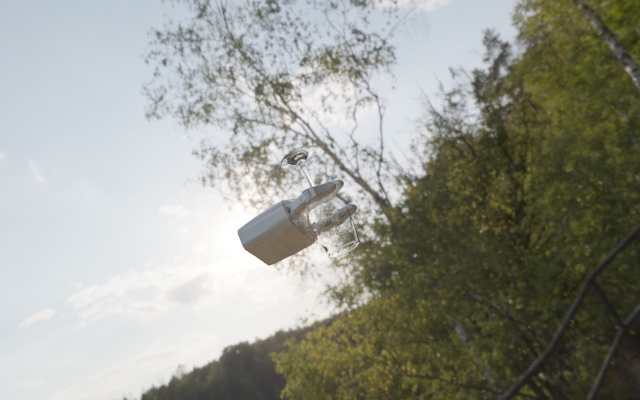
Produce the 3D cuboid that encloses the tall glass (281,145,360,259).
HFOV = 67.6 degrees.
[{"bbox_3d":[0.000,0.002,0.865,0.079,0.201,0.079,-23,-20,-9],"label":"tall glass"}]
